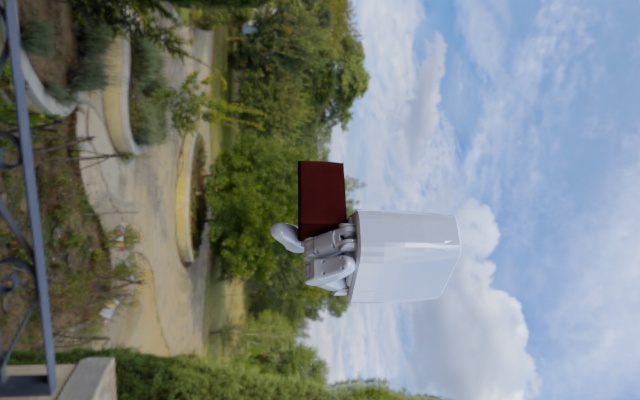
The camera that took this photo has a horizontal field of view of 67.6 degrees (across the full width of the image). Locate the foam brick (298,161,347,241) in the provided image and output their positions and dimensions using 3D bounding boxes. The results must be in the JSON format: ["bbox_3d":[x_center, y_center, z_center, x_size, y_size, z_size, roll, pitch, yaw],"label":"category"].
[{"bbox_3d":[0.000,0.001,0.533,0.051,0.078,0.053,0,-25,-3],"label":"foam brick"}]
